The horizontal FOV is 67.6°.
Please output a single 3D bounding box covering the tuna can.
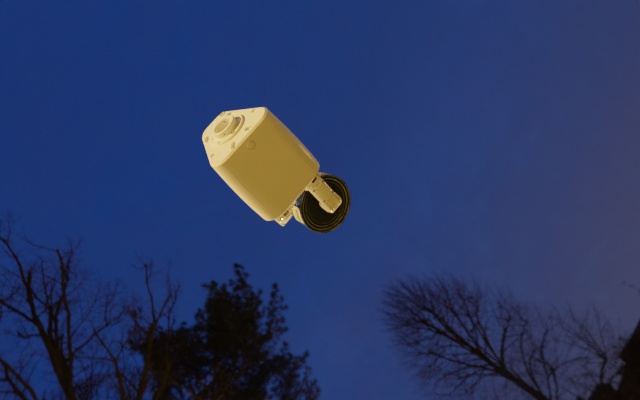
[{"bbox_3d":[0.000,0.002,0.695,0.086,0.086,0.033,0,13,-34],"label":"tuna can"}]
